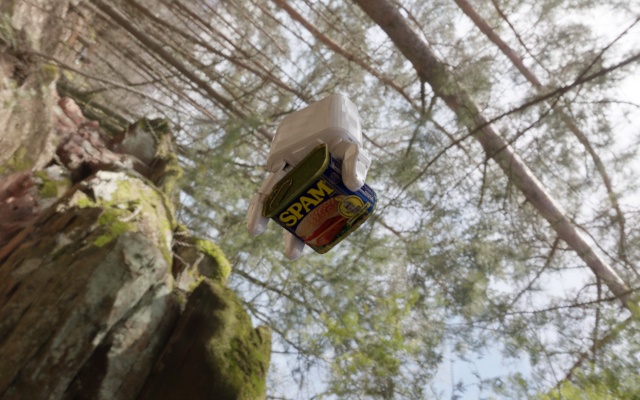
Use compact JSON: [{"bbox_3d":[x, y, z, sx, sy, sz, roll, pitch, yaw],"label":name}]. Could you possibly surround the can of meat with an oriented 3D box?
[{"bbox_3d":[0.000,0.002,0.530,0.084,0.102,0.057,39,27,-23],"label":"can of meat"}]
